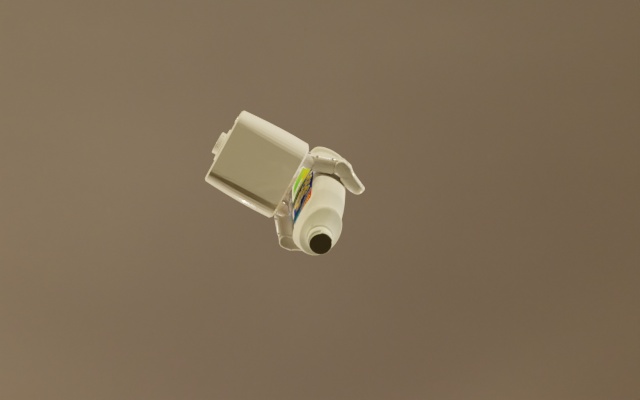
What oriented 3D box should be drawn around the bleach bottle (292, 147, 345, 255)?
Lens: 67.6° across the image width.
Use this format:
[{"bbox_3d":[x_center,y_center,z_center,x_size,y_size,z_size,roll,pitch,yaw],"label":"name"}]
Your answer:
[{"bbox_3d":[0.000,0.002,0.684,0.068,0.102,0.250,28,16,-11],"label":"bleach bottle"}]
